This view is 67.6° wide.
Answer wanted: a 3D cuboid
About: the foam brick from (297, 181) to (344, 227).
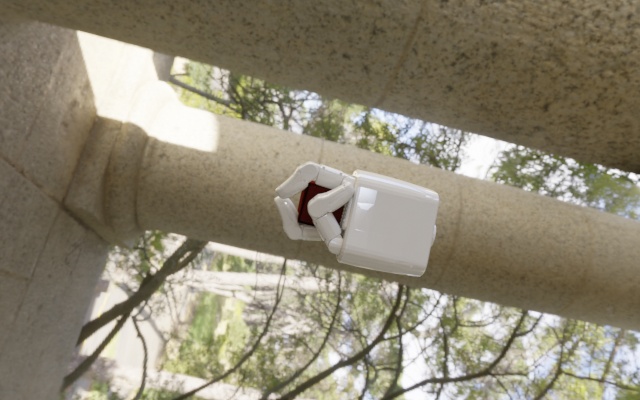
[{"bbox_3d":[0.000,0.002,0.621,0.051,0.053,0.078,13,11,-5],"label":"foam brick"}]
